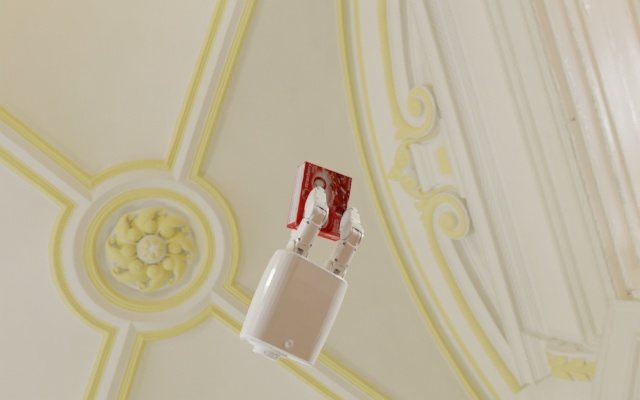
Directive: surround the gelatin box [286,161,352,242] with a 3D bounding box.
[{"bbox_3d":[0.000,0.002,0.629,0.073,0.089,0.030,18,-22,-24],"label":"gelatin box"}]
